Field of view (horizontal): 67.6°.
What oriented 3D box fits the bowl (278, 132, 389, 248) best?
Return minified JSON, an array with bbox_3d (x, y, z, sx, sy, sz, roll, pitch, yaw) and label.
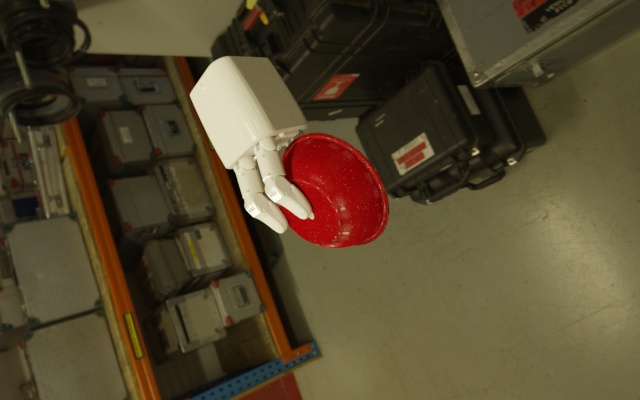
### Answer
[{"bbox_3d":[0.001,0.003,0.581,0.162,0.162,0.055,0,30,41],"label":"bowl"}]
